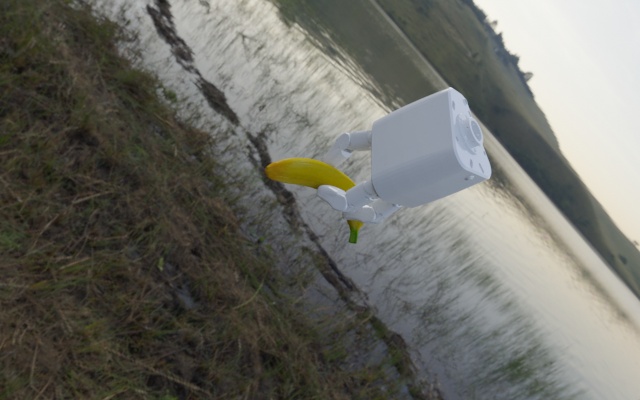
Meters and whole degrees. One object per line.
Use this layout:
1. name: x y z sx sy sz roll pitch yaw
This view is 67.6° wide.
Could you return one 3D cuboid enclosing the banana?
1. banana: 0.010 -0.012 0.649 0.037 0.069 0.198 7 -25 49
